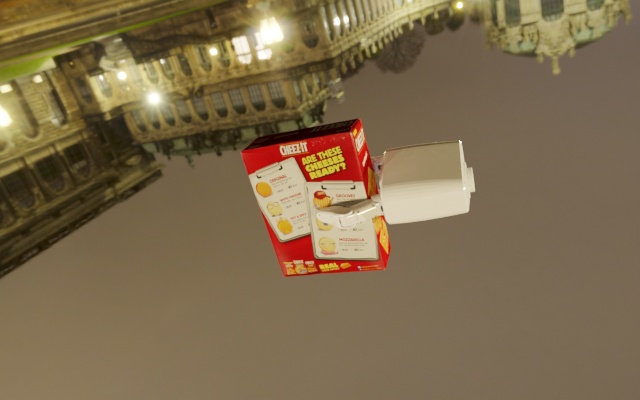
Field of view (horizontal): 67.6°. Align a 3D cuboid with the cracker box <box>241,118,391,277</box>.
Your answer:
[{"bbox_3d":[0.000,0.003,0.695,0.164,0.214,0.072,-7,25,20],"label":"cracker box"}]
